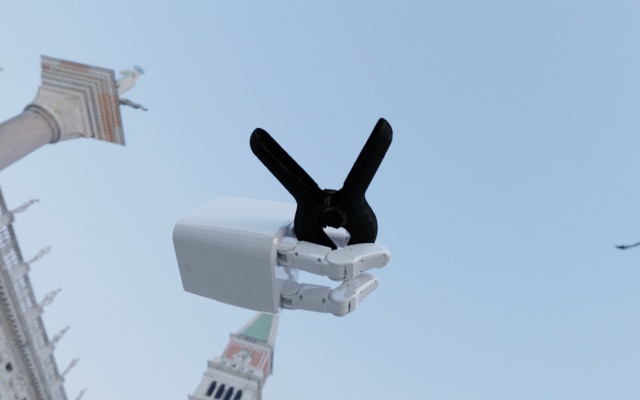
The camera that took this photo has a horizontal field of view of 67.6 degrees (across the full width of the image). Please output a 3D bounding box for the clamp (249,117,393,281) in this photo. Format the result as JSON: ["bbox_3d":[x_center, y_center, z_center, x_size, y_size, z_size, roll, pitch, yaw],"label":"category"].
[{"bbox_3d":[0.000,0.001,0.435,0.120,0.172,0.039,8,34,13],"label":"clamp"}]
